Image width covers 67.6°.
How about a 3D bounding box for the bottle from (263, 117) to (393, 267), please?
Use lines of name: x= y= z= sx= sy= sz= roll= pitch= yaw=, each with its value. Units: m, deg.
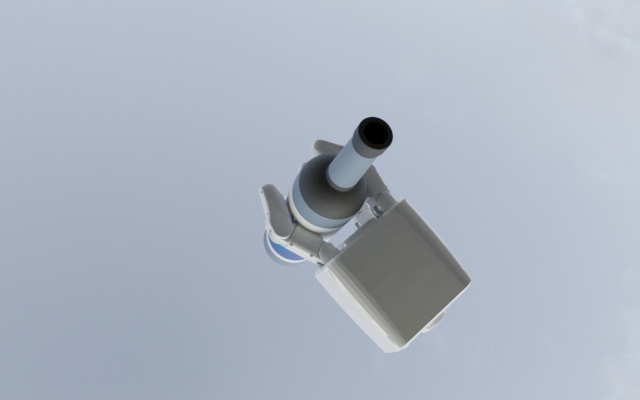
bottle: x=0.000 y=0.002 z=0.475 sx=0.069 sy=0.069 sz=0.296 roll=0 pitch=-20 yaw=-17
